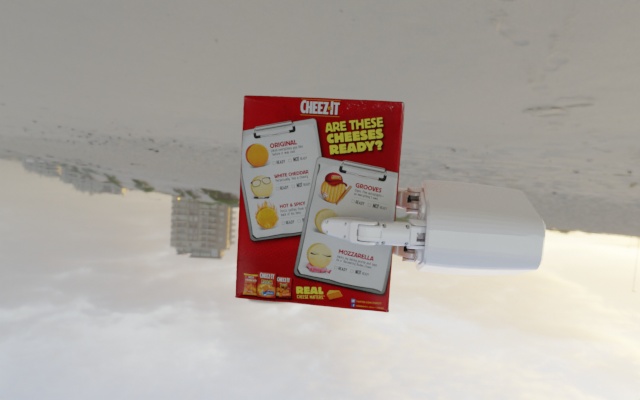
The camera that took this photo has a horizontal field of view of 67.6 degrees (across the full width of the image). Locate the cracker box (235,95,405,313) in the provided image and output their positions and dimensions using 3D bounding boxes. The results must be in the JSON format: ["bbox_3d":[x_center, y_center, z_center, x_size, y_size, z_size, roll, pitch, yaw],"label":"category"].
[{"bbox_3d":[0.000,0.002,0.514,0.164,0.214,0.072,4,5,6],"label":"cracker box"}]
